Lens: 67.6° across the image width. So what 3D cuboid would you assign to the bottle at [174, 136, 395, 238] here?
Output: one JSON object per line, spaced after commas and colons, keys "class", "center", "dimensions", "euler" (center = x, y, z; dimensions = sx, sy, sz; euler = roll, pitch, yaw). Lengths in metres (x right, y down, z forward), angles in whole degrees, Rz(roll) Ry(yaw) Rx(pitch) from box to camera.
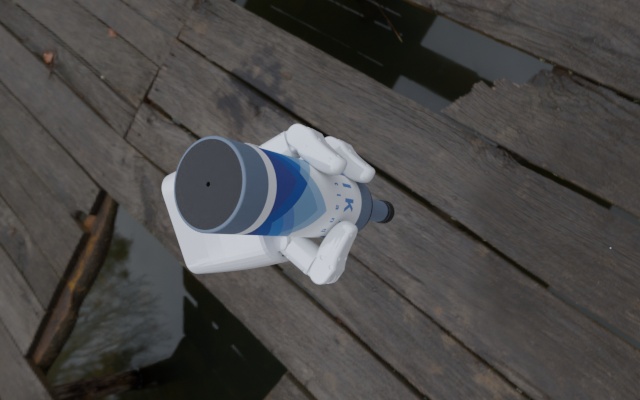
{"class": "bottle", "center": [0.000, 0.001, 0.446], "dimensions": [0.069, 0.069, 0.296], "euler": [0, -5, 31]}
